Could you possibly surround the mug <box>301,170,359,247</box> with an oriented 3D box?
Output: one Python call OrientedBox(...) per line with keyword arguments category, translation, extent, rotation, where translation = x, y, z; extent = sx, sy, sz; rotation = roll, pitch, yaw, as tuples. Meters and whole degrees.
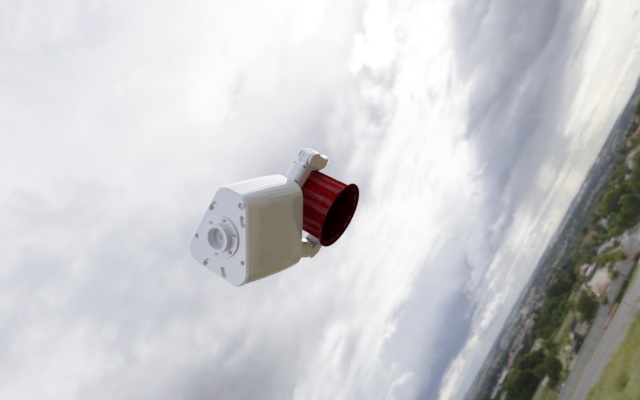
OrientedBox(category="mug", translation=(0.001, 0.002, 0.658), extent=(0.081, 0.093, 0.117), rotation=(27, 20, 24))
